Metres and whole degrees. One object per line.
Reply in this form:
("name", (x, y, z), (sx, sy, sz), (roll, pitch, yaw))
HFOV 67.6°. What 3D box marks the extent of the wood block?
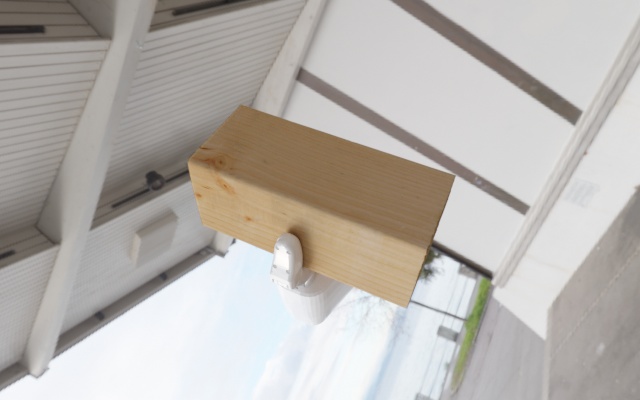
("wood block", (0.000, 0.002, 0.426), (0.206, 0.090, 0.090), (20, -40, 14))
